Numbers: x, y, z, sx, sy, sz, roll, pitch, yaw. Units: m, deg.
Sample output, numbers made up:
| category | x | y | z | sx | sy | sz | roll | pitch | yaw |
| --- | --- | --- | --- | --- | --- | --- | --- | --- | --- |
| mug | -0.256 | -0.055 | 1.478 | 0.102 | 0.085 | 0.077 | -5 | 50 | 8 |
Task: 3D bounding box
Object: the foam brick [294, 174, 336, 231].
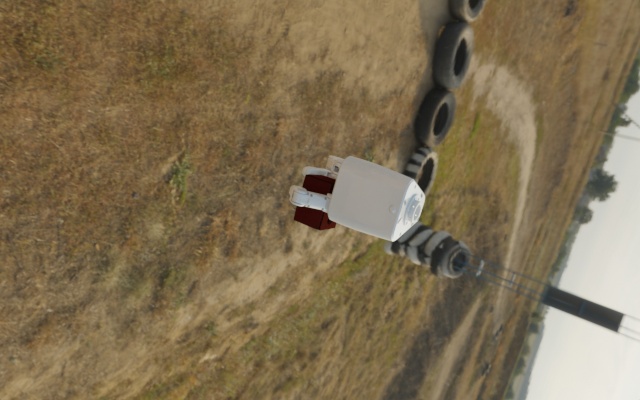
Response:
| category | x | y | z | sx | sy | sz | roll | pitch | yaw |
| --- | --- | --- | --- | --- | --- | --- | --- | --- | --- |
| foam brick | 0.000 | 0.003 | 0.750 | 0.051 | 0.078 | 0.053 | 21 | 12 | 27 |
